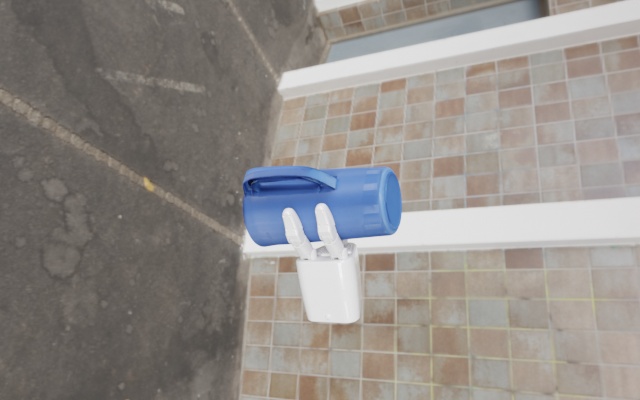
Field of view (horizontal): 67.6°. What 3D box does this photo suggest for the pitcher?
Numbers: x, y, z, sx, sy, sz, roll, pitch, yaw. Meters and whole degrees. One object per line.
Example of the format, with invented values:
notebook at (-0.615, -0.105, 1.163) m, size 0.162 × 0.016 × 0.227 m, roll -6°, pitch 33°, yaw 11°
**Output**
pitcher at (0.000, 0.003, 0.780) m, size 0.243 × 0.145 × 0.149 m, roll -4°, pitch 10°, yaw 24°
